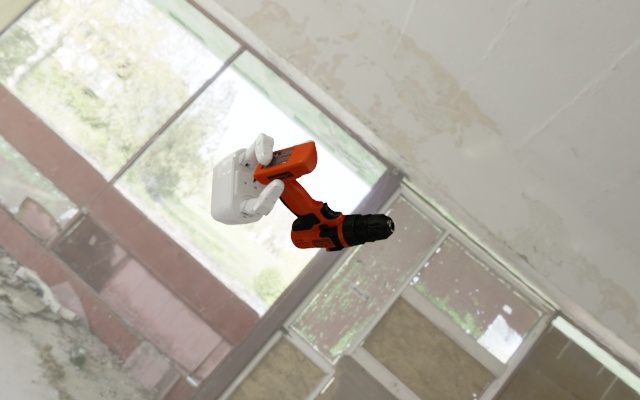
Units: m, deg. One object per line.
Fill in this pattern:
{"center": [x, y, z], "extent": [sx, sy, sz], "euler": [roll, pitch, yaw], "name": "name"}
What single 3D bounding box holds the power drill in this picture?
{"center": [0.000, 0.002, 0.722], "extent": [0.184, 0.188, 0.057], "euler": [-11, 37, 32], "name": "power drill"}
